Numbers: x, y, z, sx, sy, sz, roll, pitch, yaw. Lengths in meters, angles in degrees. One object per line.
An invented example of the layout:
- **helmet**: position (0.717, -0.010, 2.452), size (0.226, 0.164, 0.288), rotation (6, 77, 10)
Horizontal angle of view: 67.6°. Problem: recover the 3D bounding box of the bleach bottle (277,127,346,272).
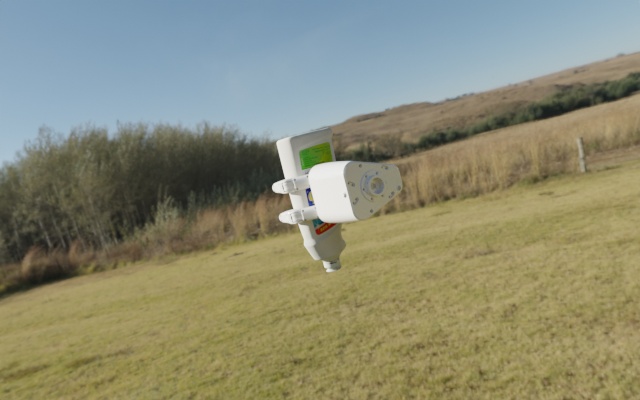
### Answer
- **bleach bottle**: position (0.000, 0.003, 0.860), size (0.102, 0.251, 0.068), rotation (-18, 7, -28)
